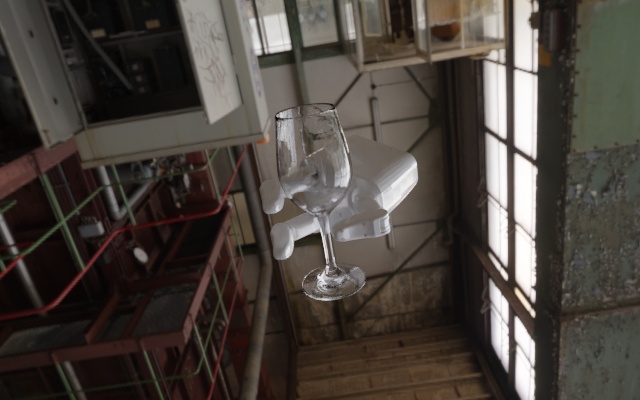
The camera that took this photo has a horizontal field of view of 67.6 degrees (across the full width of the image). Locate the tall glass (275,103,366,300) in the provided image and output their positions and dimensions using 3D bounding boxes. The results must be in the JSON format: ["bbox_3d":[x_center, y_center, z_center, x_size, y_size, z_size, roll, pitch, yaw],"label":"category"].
[{"bbox_3d":[0.000,0.002,0.510,0.079,0.201,0.079,-8,22,3],"label":"tall glass"}]
